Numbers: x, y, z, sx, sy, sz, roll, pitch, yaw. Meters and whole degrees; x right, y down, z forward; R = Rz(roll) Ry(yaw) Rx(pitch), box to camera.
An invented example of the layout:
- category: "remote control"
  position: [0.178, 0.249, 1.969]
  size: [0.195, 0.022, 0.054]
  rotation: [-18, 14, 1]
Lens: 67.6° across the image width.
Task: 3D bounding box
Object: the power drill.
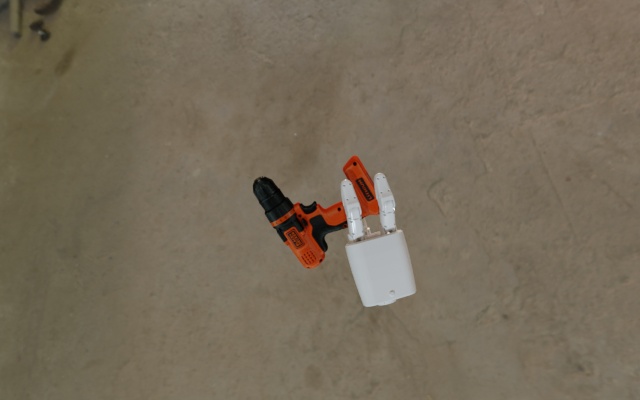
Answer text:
- category: "power drill"
  position: [0.001, 0.003, 0.812]
  size: [0.188, 0.184, 0.057]
  rotation: [-31, 13, 12]
